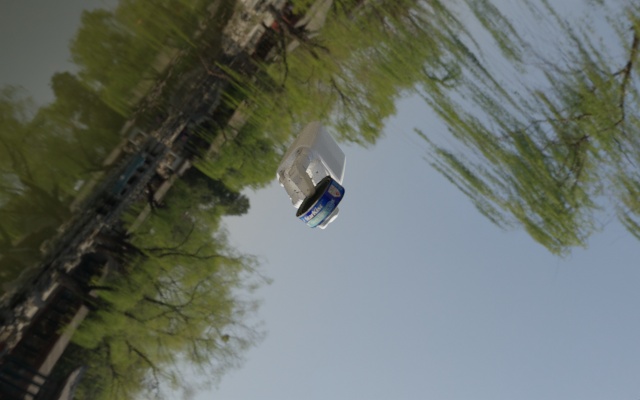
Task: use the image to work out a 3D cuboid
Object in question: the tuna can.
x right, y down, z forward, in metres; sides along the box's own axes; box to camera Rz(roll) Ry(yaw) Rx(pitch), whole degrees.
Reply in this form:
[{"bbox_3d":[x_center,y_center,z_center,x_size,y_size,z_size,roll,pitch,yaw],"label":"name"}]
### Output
[{"bbox_3d":[0.001,0.003,0.768,0.034,0.086,0.086,40,-10,-13],"label":"tuna can"}]
